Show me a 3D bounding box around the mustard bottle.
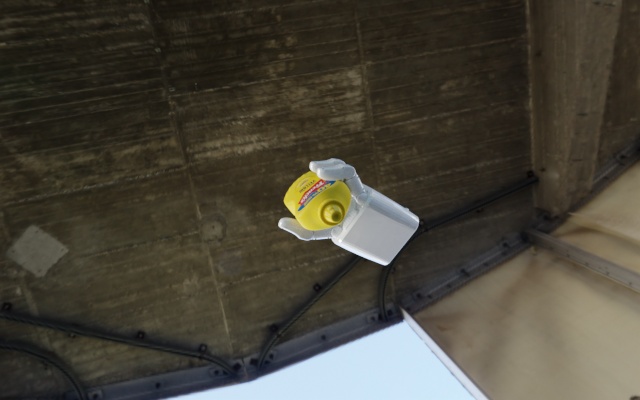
[{"bbox_3d":[0.000,0.002,0.777,0.096,0.058,0.191,-37,20,-3],"label":"mustard bottle"}]
